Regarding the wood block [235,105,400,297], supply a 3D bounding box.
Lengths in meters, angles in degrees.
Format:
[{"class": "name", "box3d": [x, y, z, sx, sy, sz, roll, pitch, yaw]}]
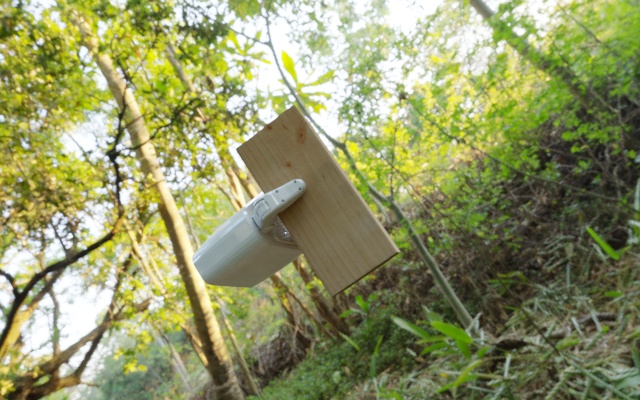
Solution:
[{"class": "wood block", "box3d": [0.000, 0.002, 0.576, 0.090, 0.206, 0.091, -36, -11, 7]}]
